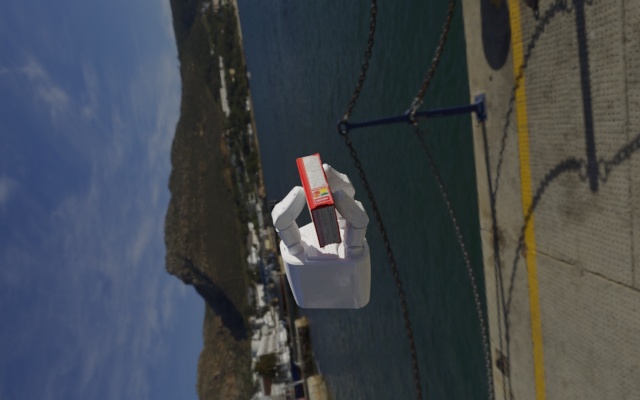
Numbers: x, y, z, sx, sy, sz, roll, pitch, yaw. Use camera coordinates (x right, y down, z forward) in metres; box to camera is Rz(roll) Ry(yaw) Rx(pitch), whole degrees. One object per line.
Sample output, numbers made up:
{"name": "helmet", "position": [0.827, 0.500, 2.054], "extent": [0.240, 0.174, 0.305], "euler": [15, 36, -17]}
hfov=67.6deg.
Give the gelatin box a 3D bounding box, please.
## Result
{"name": "gelatin box", "position": [0.000, 0.002, 0.554], "extent": [0.030, 0.073, 0.089], "euler": [-15, -35, -1]}
